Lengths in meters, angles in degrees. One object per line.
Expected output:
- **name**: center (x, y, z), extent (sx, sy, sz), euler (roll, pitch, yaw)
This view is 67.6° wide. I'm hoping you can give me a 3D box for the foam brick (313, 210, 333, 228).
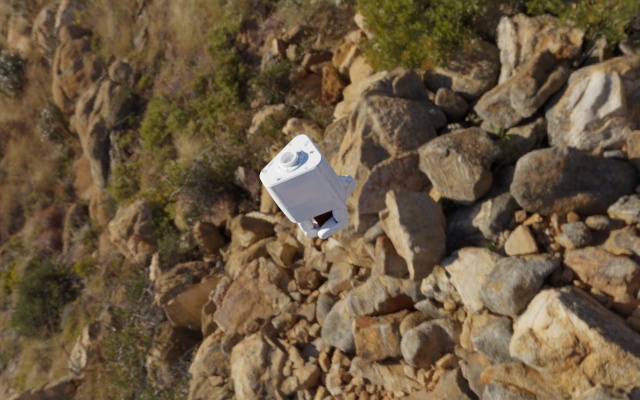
- **foam brick**: center (0.000, 0.003, 0.882), extent (0.053, 0.078, 0.051), euler (-34, -44, 1)
